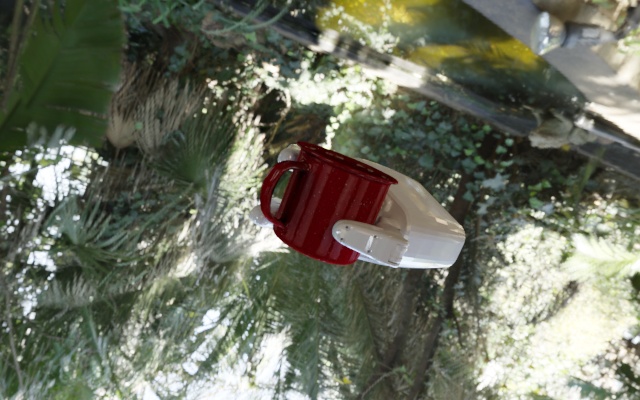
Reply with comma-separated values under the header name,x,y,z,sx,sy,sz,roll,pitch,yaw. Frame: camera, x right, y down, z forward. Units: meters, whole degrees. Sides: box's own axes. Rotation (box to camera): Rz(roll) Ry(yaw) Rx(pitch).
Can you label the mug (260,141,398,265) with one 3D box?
name,x,y,z,sx,sy,sz,roll,pitch,yaw
mug,-0.001,0.001,0.405,0.117,0.081,0.093,12,14,-42
